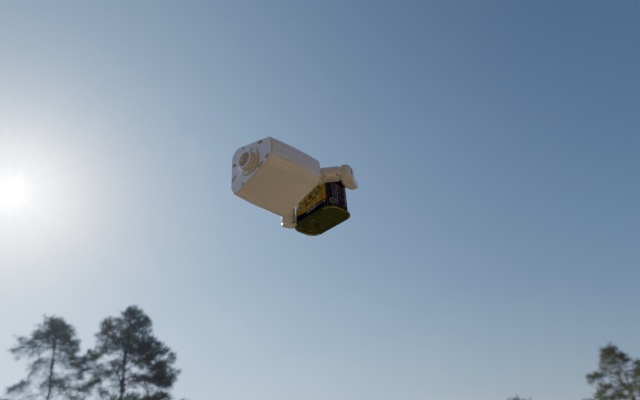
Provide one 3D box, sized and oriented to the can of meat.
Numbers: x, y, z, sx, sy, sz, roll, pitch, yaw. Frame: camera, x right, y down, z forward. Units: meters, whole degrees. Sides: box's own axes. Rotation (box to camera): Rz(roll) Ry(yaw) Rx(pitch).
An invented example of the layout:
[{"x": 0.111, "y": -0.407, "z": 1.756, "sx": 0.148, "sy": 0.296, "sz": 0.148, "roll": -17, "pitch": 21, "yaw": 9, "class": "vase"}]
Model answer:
[{"x": 0.000, "y": 0.002, "z": 0.840, "sx": 0.057, "sy": 0.084, "sz": 0.102, "roll": 23, "pitch": -41, "yaw": -37, "class": "can of meat"}]
